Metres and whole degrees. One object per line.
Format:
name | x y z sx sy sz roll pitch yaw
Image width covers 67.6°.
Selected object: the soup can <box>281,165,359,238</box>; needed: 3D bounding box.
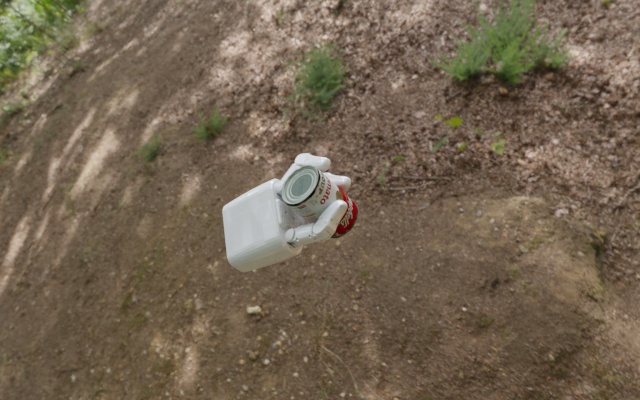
soup can | 0.000 0.002 0.693 0.068 0.068 0.102 0 -30 42
